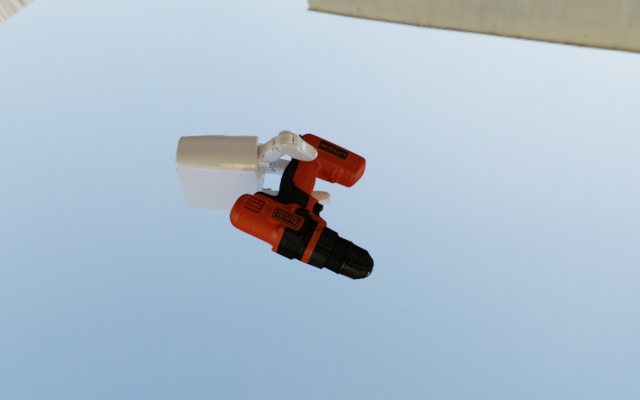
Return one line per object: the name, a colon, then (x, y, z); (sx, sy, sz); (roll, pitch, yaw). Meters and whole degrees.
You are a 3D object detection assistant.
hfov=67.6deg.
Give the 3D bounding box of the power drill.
power drill: (0.000, 0.002, 0.621); (0.184, 0.057, 0.187); (26, 44, 1)
